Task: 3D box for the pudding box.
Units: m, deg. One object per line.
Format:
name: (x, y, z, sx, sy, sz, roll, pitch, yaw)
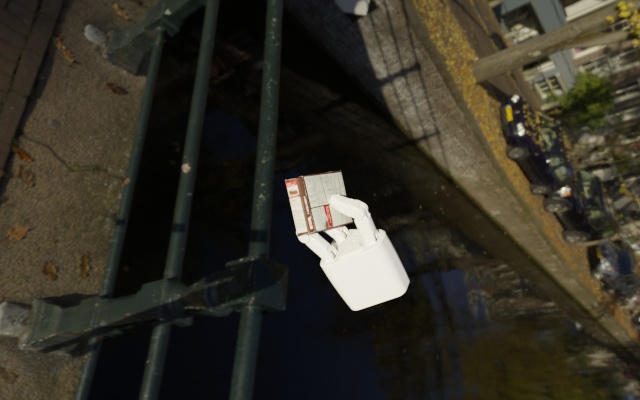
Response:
pudding box: (0.000, 0.002, 0.755, 0.039, 0.090, 0.113, -15, -2, 34)
